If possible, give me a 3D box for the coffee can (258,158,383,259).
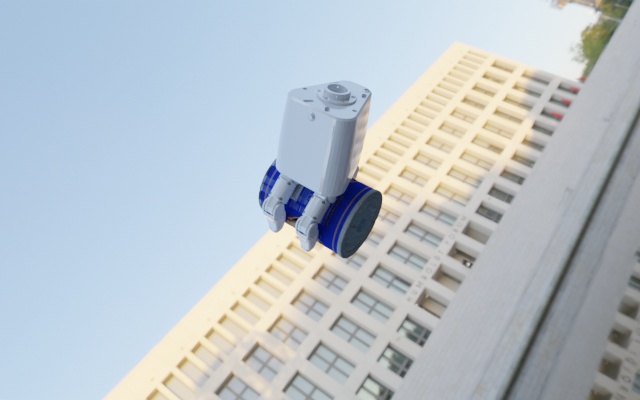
[{"bbox_3d":[0.000,0.002,0.664,0.140,0.103,0.103,29,12,23],"label":"coffee can"}]
